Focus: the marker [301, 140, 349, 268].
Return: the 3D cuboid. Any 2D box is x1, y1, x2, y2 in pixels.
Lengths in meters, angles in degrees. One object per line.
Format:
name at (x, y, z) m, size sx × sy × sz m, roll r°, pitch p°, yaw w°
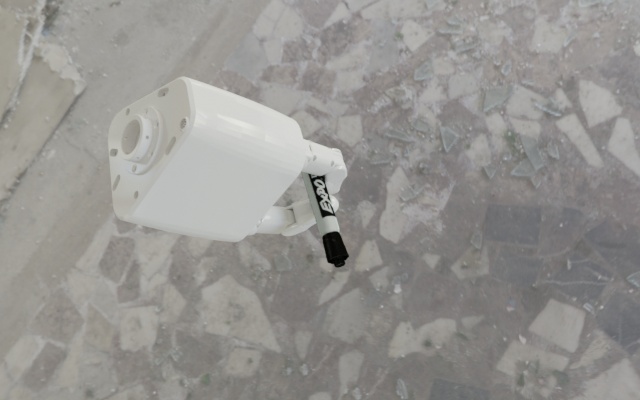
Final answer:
marker at (0.000, 0.001, 0.417) m, size 0.020 × 0.121 × 0.020 m, roll -14°, pitch -25°, yaw -7°
